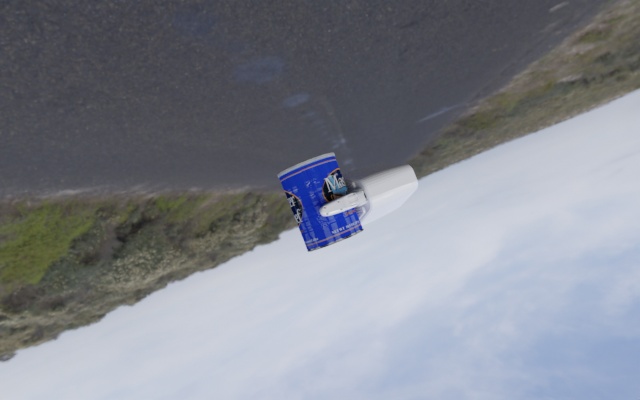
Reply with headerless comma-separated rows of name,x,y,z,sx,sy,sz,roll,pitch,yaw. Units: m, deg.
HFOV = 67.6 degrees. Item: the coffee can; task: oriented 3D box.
coffee can,0.000,0.003,0.804,0.103,0.140,0.103,-21,-1,0
